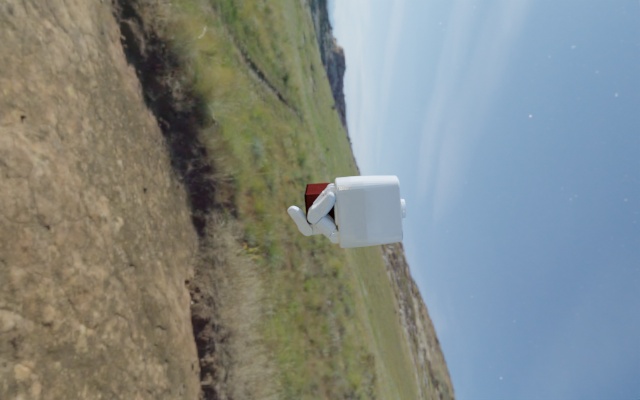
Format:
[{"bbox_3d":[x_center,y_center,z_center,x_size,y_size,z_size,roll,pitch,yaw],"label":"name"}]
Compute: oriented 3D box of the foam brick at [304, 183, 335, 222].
[{"bbox_3d":[0.000,0.003,0.862,0.051,0.053,0.078,-4,17,2],"label":"foam brick"}]
